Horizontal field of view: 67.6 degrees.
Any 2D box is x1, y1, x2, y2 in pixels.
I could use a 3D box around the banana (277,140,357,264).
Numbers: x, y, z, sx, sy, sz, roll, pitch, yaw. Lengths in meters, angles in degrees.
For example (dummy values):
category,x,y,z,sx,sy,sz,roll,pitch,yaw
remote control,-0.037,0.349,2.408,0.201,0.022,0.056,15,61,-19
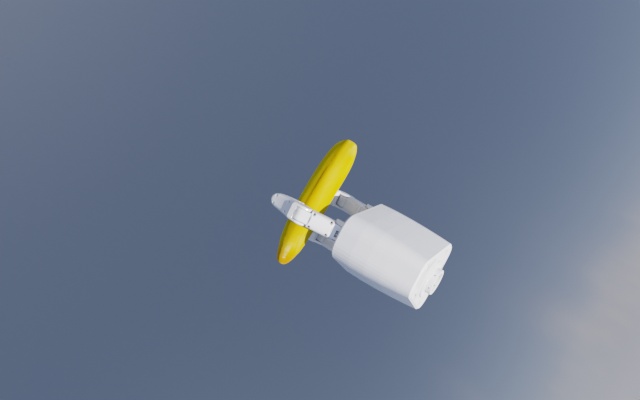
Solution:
category,x,y,z,sx,sy,sz,roll,pitch,yaw
banana,0.001,-0.008,0.613,0.037,0.197,0.070,28,-17,13
